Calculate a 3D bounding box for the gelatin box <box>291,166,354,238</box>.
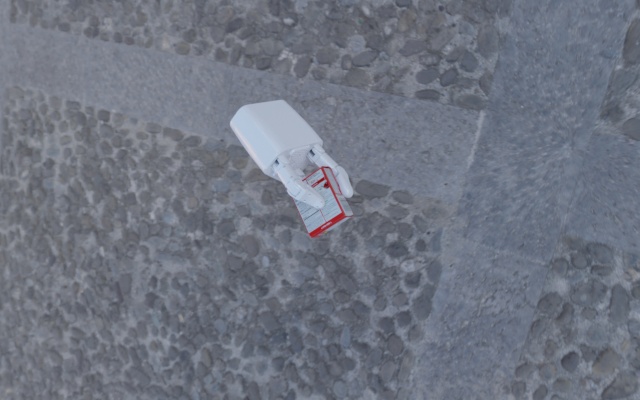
[{"bbox_3d":[0.000,0.003,0.740,0.073,0.089,0.030,-34,-18,28],"label":"gelatin box"}]
